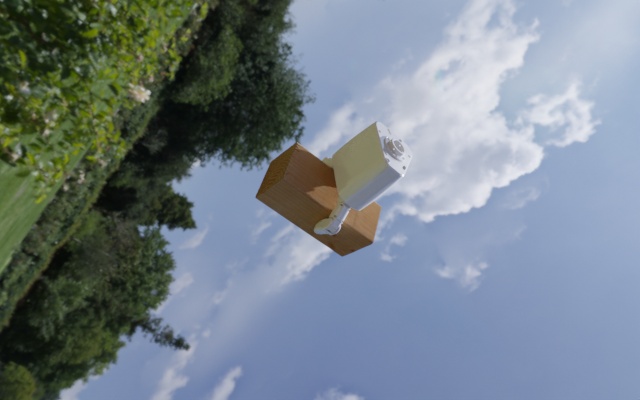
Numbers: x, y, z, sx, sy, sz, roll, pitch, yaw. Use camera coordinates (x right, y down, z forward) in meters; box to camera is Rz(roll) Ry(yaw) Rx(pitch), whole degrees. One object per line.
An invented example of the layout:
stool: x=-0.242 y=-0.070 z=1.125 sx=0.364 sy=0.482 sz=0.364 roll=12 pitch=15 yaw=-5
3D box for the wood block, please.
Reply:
wood block: x=0.000 y=0.003 z=0.859 sx=0.206 sy=0.090 sz=0.090 roll=36 pitch=-40 yaw=-22
